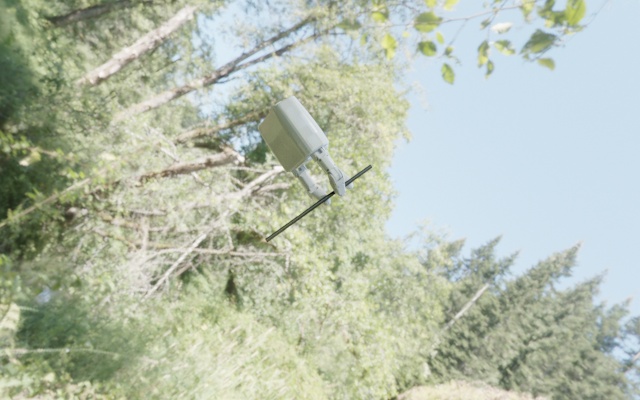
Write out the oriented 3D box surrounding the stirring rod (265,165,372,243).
[{"bbox_3d":[0.000,0.003,0.862,0.239,0.011,0.011,-35,11,-16],"label":"stirring rod"}]
